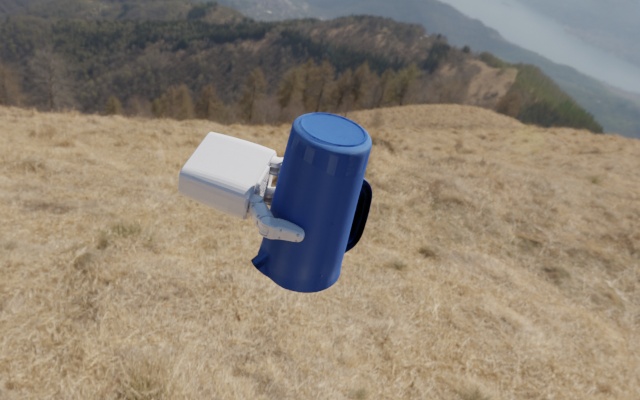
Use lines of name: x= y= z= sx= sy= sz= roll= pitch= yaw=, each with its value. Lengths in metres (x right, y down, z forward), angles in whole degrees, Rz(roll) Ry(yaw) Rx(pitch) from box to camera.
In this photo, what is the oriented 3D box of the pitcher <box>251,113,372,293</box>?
pitcher: x=0.000 y=0.002 z=0.690 sx=0.145 sy=0.243 sz=0.149 roll=19 pitch=34 yaw=6
